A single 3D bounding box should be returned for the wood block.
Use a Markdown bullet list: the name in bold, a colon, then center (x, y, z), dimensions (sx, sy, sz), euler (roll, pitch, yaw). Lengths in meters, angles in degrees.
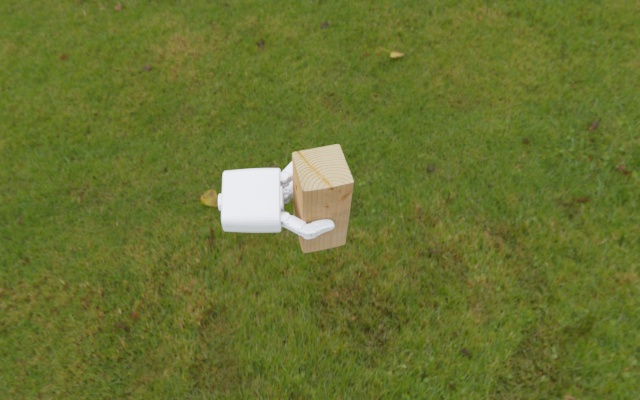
- **wood block**: center (0.000, 0.003, 0.894), dimensions (0.090, 0.090, 0.206), euler (-11, -34, -9)
